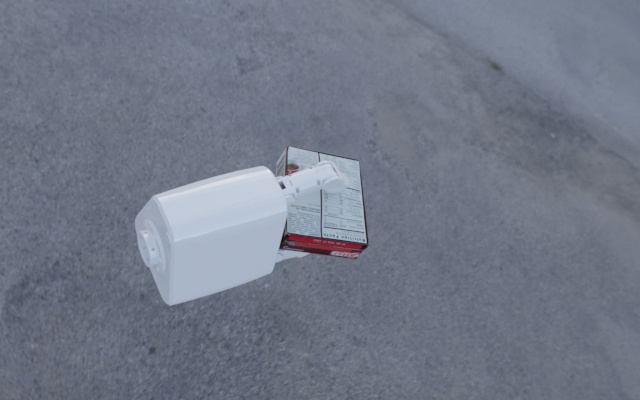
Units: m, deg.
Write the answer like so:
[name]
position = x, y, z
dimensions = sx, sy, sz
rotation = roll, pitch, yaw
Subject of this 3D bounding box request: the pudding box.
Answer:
[pudding box]
position = 0.000, 0.002, 0.505
dimensions = 0.090, 0.113, 0.039
rotation = 10, -33, -19
